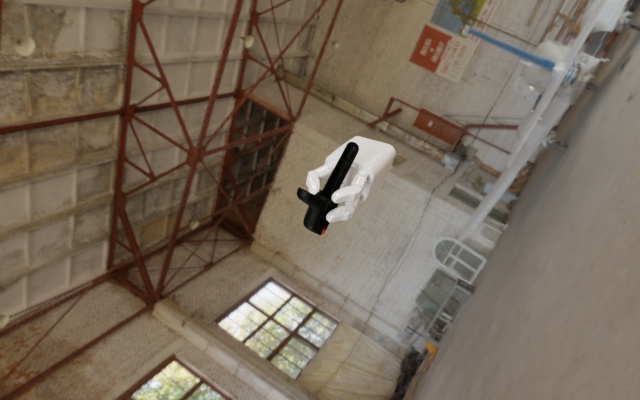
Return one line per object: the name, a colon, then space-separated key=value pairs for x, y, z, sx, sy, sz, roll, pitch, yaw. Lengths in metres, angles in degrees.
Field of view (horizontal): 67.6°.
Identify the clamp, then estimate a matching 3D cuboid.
clamp: x=0.000 y=0.003 z=0.900 sx=0.036 sy=0.210 sz=0.164 roll=35 pitch=48 yaw=19
